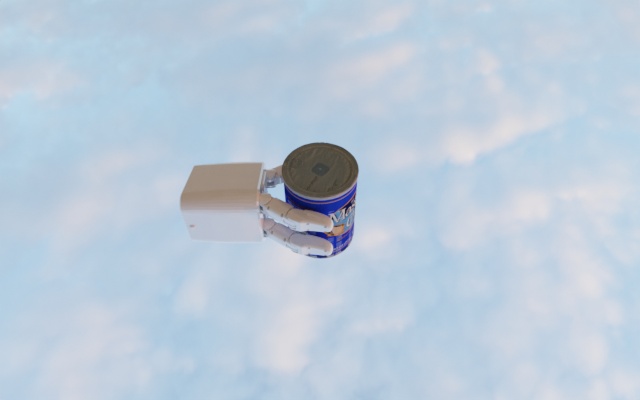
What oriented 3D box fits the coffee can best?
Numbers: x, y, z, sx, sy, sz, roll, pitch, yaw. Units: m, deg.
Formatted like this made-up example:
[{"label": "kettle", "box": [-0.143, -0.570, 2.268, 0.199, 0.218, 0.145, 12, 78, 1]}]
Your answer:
[{"label": "coffee can", "box": [0.000, 0.002, 0.685, 0.103, 0.102, 0.140, 0, -40, 1]}]
